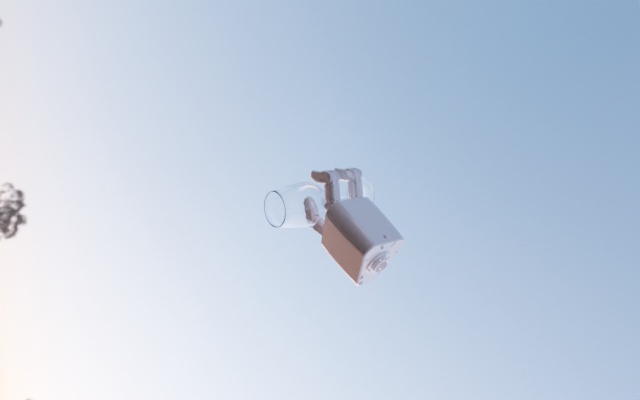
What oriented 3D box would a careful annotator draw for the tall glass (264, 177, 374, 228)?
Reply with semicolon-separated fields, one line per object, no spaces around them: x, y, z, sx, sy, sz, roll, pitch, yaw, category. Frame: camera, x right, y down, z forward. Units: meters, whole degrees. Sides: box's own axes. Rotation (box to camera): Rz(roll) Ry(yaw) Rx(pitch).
0.001;0.003;0.845;0.201;0.079;0.079;-9;5;-39;tall glass
